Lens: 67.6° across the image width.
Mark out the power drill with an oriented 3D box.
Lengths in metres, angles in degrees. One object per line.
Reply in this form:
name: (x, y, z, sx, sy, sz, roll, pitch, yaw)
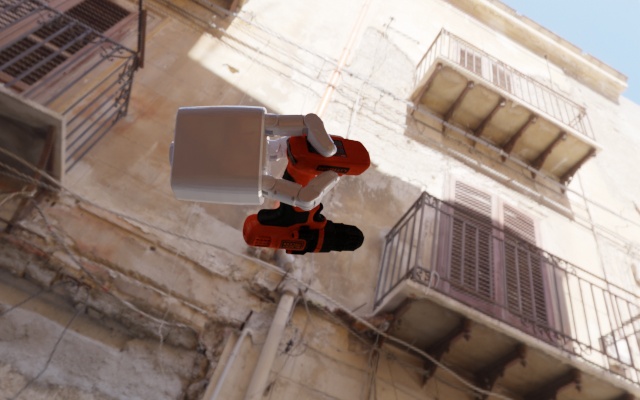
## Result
power drill: (0.000, 0.002, 0.654, 0.184, 0.188, 0.057, 5, 41, -22)
